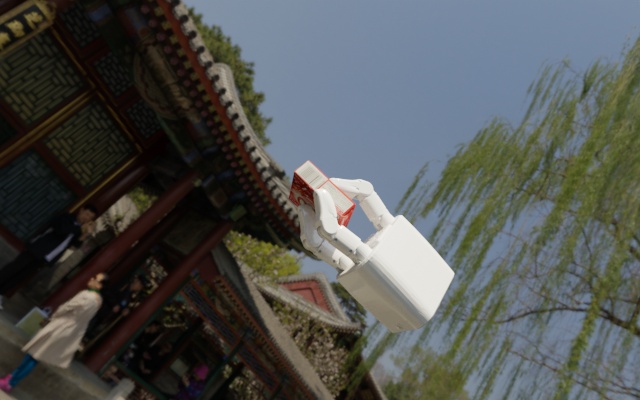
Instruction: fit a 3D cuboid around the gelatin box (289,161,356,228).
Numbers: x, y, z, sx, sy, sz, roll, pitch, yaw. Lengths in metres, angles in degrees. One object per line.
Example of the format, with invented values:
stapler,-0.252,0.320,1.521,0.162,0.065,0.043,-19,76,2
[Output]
gelatin box,0.000,0.002,0.626,0.030,0.089,0.073,-40,-15,-25
